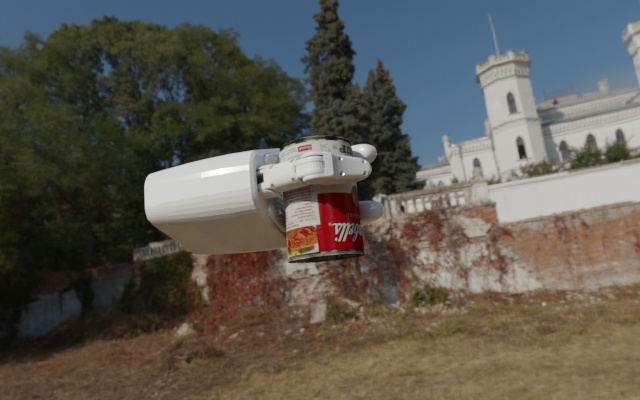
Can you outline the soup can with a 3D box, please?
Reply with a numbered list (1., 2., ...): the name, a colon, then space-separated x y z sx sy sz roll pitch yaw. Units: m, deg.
1. soup can: 0.000 0.001 0.424 0.068 0.102 0.068 -6 -11 -1
